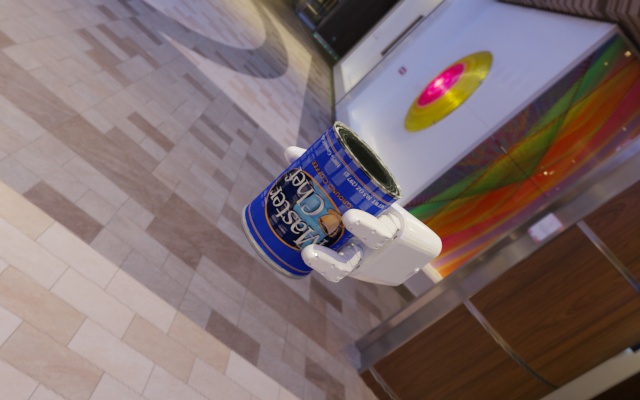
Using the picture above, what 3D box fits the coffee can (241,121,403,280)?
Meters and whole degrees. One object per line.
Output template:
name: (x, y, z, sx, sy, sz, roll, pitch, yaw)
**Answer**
coffee can: (0.000, 0.002, 0.504, 0.140, 0.102, 0.103, -42, -16, 18)
